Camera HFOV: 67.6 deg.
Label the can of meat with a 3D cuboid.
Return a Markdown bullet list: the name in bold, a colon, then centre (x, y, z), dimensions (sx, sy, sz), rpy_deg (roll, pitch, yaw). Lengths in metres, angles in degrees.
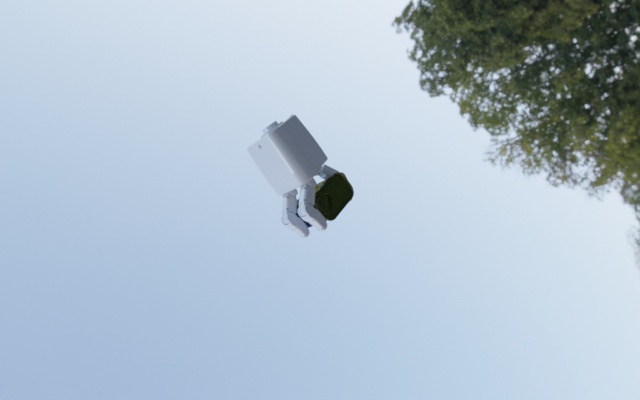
- **can of meat**: centre (0.000, 0.003, 0.884), dimensions (0.084, 0.057, 0.102), rpy_deg (-23, 19, 46)
